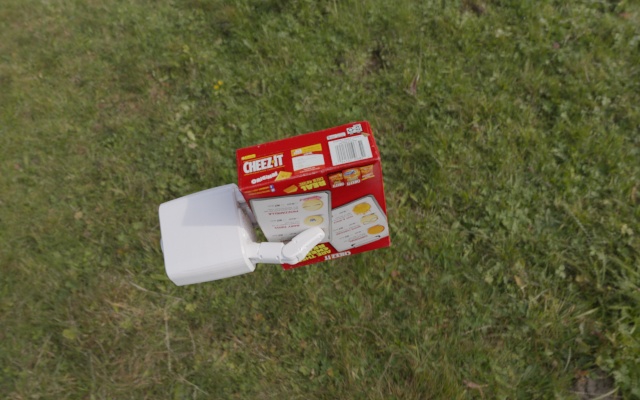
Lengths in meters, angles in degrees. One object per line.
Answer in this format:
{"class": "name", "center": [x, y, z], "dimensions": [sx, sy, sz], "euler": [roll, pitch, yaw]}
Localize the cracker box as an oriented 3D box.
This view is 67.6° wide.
{"class": "cracker box", "center": [0.000, 0.002, 0.630], "dimensions": [0.164, 0.072, 0.214], "euler": [-13, -34, 4]}
